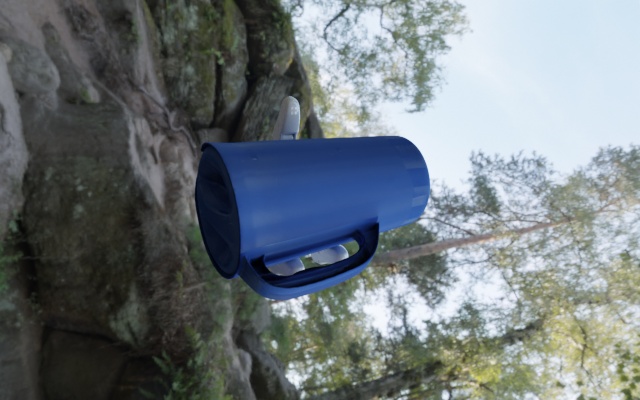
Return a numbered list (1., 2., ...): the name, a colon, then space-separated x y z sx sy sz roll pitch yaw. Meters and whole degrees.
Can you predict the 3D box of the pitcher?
1. pitcher: 0.000 0.002 0.510 0.243 0.149 0.145 -10 8 -29
